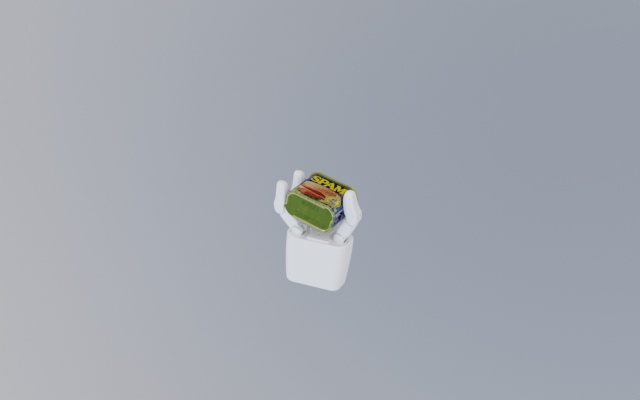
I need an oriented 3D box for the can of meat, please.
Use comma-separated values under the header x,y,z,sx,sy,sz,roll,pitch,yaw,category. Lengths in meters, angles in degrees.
x,y,z,sx,sy,sz,roll,pitch,yaw,category
0.000,0.003,0.831,0.102,0.057,0.084,26,37,21,can of meat
